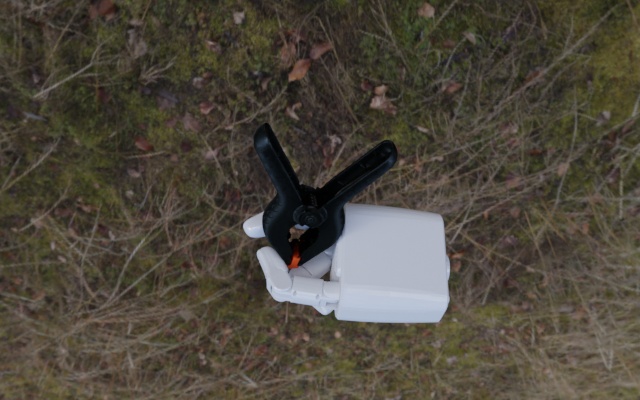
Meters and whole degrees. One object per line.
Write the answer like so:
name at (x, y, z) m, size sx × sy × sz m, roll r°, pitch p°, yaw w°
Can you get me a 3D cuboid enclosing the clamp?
clamp at (0.000, 0.002, 0.439) m, size 0.120 × 0.039 × 0.172 m, roll 4°, pitch -42°, yaw -3°
